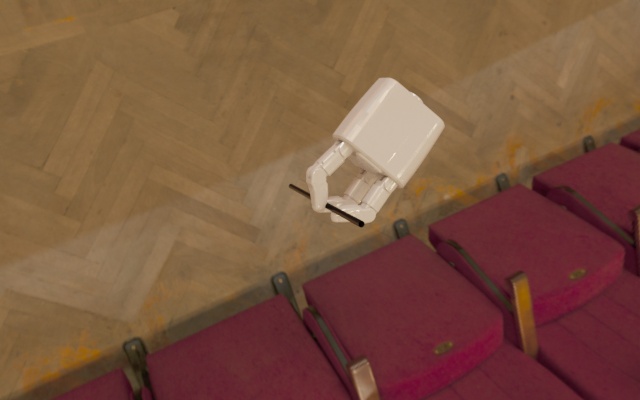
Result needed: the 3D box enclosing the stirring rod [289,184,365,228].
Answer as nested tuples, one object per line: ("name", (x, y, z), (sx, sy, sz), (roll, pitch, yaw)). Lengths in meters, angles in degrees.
("stirring rod", (0.000, 0.002, 0.657), (0.011, 0.011, 0.239), (0, 12, -24))
